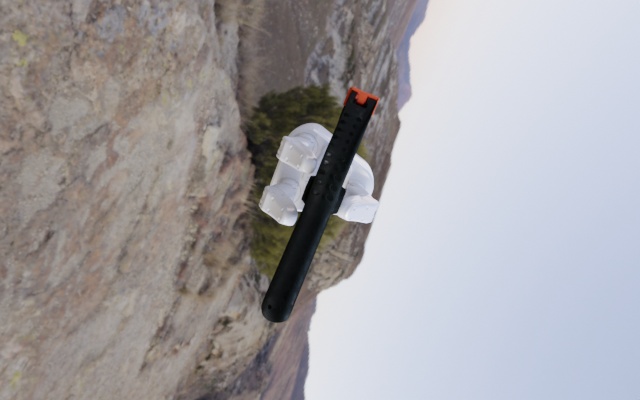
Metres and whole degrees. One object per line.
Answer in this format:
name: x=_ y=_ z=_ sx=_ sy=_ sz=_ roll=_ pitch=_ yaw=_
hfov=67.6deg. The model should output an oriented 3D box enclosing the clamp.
clamp: x=0.001 y=0.001 z=0.434 sx=0.036 sy=0.210 sz=0.164 roll=22 pitch=14 yaw=-1
